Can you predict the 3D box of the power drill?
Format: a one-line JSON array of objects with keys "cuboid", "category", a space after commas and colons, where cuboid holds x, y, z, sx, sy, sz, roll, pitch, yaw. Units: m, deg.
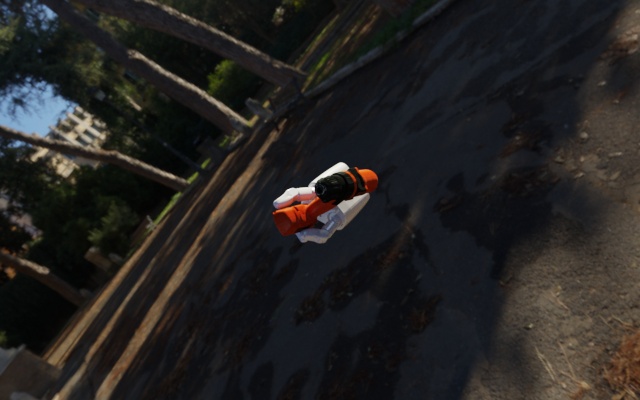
[{"cuboid": [0.000, 0.003, 0.899, 0.188, 0.057, 0.184, -30, -12, 33], "category": "power drill"}]
